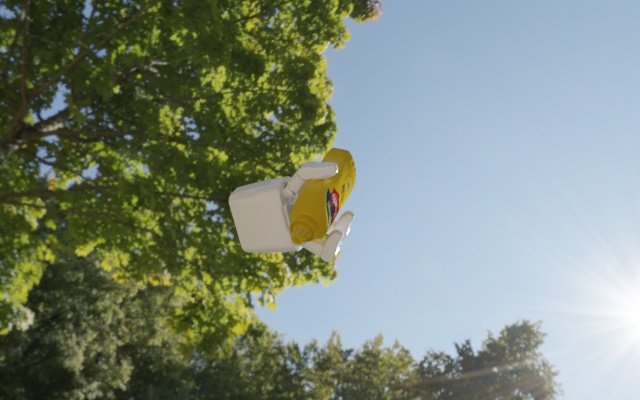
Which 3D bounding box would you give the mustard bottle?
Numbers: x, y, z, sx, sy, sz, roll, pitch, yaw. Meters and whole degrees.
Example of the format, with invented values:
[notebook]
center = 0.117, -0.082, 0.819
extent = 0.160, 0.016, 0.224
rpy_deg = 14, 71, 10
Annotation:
[mustard bottle]
center = 0.001, 0.002, 0.737
extent = 0.058, 0.096, 0.191
rpy_deg = 14, 38, 16
